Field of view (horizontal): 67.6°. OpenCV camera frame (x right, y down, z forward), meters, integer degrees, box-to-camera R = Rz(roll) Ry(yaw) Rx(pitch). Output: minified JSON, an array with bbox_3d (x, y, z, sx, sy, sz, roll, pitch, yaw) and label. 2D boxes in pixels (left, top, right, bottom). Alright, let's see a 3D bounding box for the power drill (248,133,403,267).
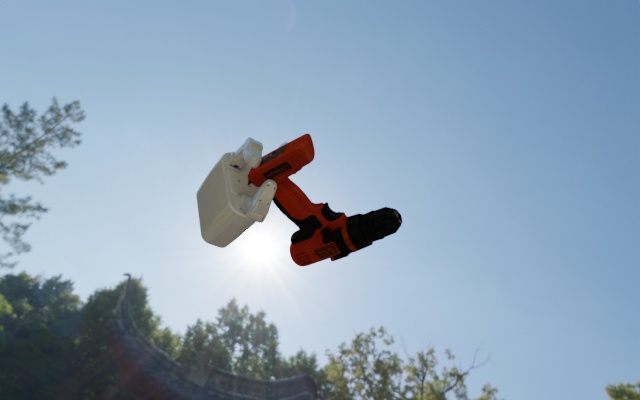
[{"bbox_3d":[0.000,0.002,0.681,0.184,0.188,0.057,-24,22,25],"label":"power drill"}]
